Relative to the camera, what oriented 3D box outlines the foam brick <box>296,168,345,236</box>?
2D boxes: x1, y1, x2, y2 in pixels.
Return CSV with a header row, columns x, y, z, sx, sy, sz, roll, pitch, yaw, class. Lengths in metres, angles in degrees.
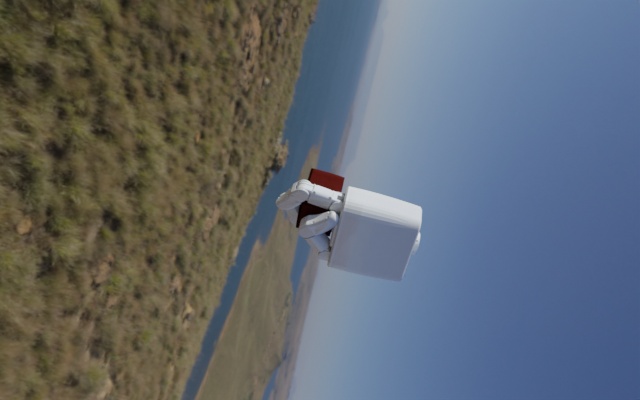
x,y,z,sx,sy,sz,roll,pitch,yaw,class
0.000,0.002,0.683,0.051,0.053,0.078,14,45,2,foam brick
